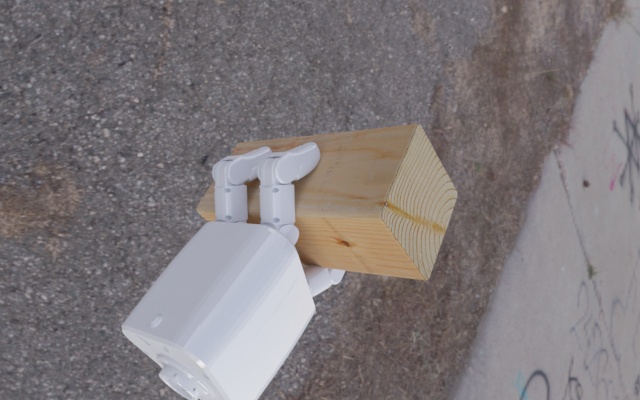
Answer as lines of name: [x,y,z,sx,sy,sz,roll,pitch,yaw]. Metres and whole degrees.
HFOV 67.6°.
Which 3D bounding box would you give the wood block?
wood block: [0.000,0.002,0.429,0.206,0.090,0.091,1,-37,40]
